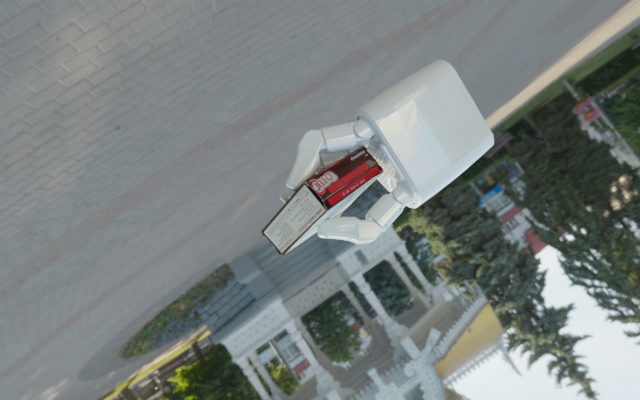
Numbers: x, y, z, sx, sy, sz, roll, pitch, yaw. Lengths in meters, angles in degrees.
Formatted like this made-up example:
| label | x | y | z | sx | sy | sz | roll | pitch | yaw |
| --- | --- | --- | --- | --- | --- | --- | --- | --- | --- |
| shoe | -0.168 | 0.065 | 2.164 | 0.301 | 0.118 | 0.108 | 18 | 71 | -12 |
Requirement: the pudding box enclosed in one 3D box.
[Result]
| label | x | y | z | sx | sy | sz | roll | pitch | yaw |
| --- | --- | --- | --- | --- | --- | --- | --- | --- | --- |
| pudding box | 0.000 | 0.002 | 0.482 | 0.090 | 0.039 | 0.113 | -33 | -10 | -39 |
